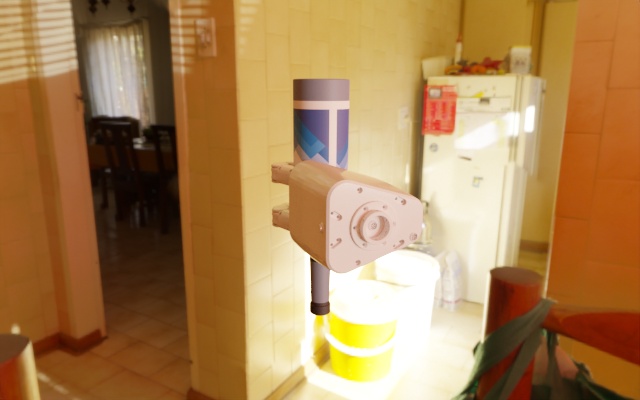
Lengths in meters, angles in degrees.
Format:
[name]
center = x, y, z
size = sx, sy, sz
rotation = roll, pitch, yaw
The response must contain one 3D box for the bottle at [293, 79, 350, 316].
[bottle]
center = 0.000, 0.002, 0.590
size = 0.069, 0.296, 0.069
rotation = 0, 13, 0
